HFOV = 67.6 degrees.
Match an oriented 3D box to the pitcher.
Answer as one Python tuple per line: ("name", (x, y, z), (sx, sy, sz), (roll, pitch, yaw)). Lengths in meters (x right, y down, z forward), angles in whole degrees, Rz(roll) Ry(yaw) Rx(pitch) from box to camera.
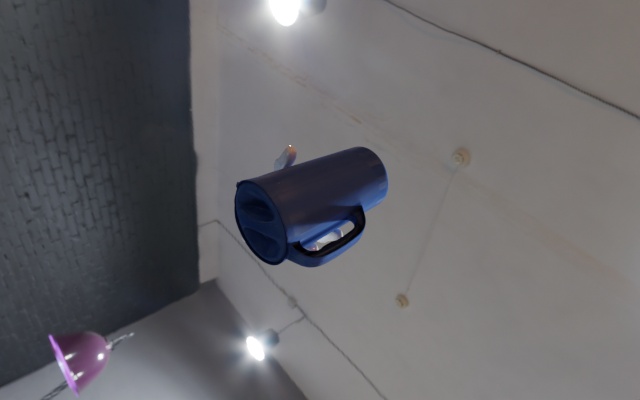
("pitcher", (0.000, 0.002, 0.755), (0.243, 0.149, 0.145), (-24, 8, -35))
